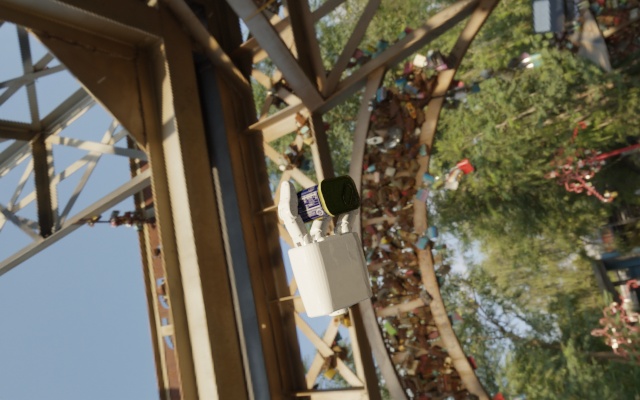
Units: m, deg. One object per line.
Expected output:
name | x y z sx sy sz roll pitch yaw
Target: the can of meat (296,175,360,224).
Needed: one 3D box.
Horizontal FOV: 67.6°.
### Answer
can of meat | 0.000 0.003 0.754 0.084 0.057 0.102 -20 -3 35
